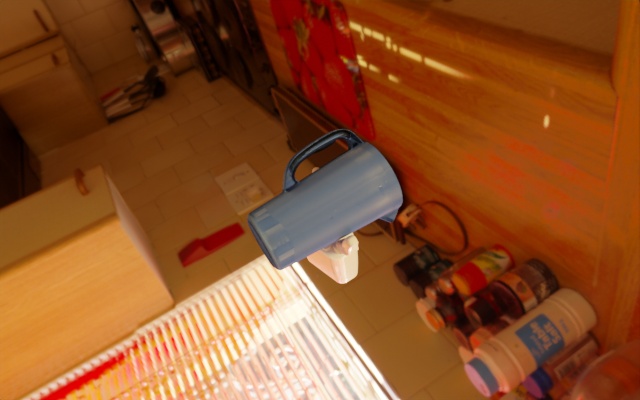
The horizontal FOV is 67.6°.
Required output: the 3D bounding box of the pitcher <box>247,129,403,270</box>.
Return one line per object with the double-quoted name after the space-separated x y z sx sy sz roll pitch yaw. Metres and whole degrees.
0.000 0.003 0.799 0.243 0.149 0.145 -30 -33 -13 "pitcher"
